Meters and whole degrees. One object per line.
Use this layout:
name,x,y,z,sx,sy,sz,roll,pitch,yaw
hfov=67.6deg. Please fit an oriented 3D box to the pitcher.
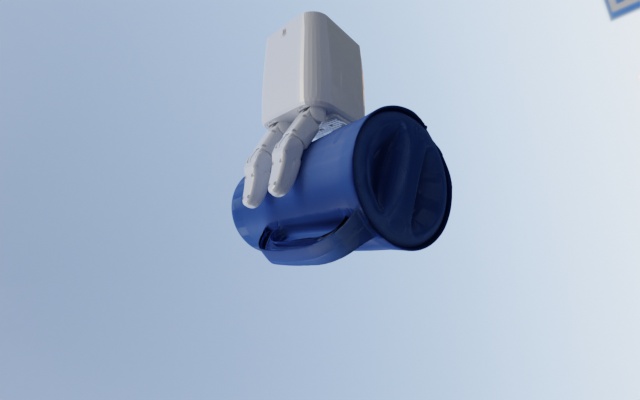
pitcher,0.000,0.001,0.509,0.149,0.145,0.243,9,-14,-38
